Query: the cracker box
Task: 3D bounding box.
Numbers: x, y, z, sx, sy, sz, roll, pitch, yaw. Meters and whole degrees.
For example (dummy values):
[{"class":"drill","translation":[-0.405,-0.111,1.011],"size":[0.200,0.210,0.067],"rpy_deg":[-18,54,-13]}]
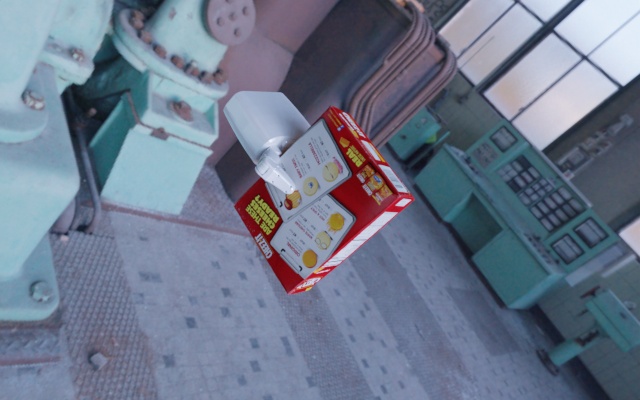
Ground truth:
[{"class":"cracker box","translation":[0.000,0.002,0.674],"size":[0.214,0.164,0.072],"rpy_deg":[-44,-23,21]}]
